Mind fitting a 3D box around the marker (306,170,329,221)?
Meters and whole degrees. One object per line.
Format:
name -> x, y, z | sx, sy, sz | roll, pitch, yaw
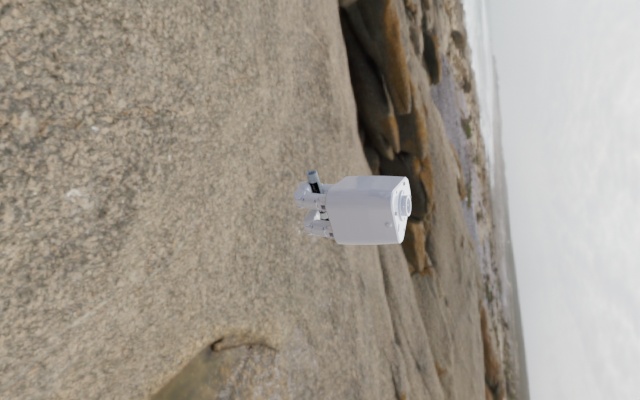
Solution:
marker -> 0.000, 0.003, 0.822 | 0.020, 0.121, 0.020 | -12, 33, 8
